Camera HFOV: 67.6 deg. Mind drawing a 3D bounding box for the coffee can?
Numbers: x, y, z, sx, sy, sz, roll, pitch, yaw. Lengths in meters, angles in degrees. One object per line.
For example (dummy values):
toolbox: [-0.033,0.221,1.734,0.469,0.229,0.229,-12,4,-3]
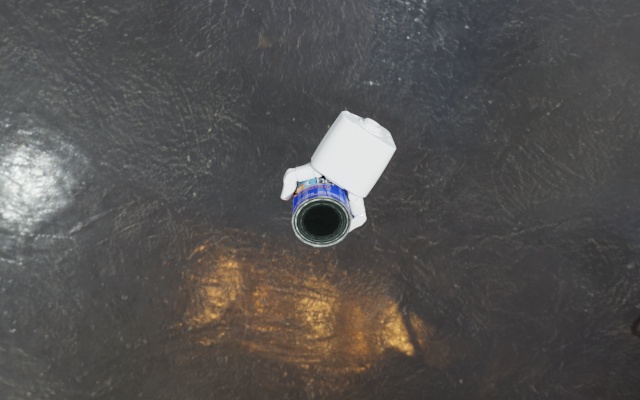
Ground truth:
coffee can: [0.000,0.003,0.871,0.103,0.103,0.140,0,30,-2]
